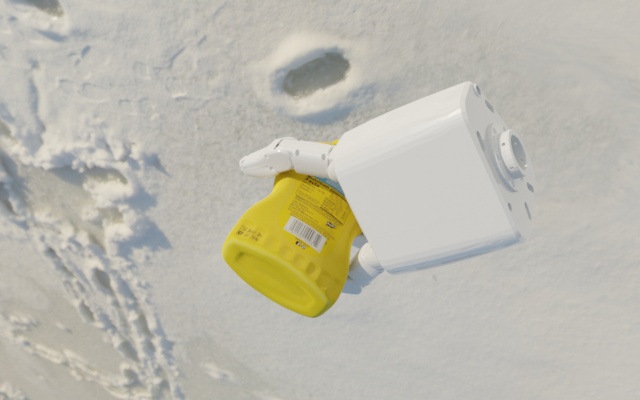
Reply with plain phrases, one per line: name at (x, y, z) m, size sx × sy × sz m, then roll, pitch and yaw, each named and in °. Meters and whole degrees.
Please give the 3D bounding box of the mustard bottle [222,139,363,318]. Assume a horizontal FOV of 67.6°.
mustard bottle at (0.000, 0.002, 0.422) m, size 0.096 × 0.191 × 0.058 m, roll 33°, pitch -44°, yaw -3°
